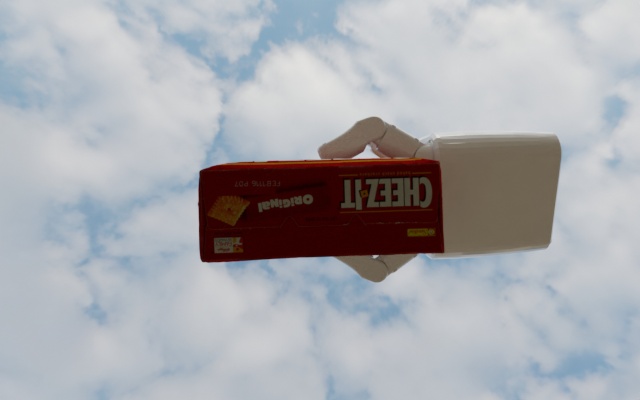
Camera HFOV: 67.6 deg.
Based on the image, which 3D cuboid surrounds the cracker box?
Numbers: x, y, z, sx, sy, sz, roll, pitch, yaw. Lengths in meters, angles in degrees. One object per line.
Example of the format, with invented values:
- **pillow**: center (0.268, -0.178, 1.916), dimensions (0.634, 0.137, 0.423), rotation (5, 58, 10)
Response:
- **cracker box**: center (0.000, 0.002, 0.418), dimensions (0.164, 0.072, 0.213), rotation (-3, 2, 0)
